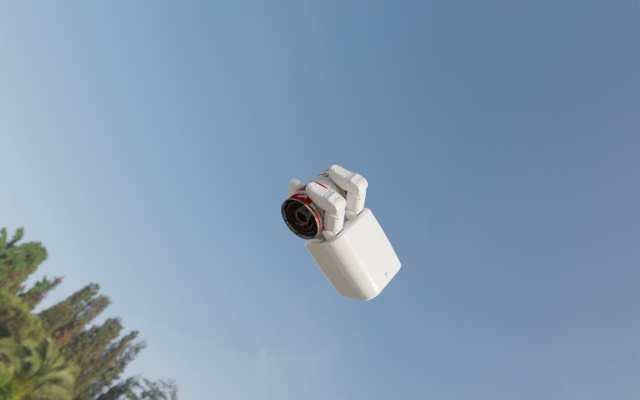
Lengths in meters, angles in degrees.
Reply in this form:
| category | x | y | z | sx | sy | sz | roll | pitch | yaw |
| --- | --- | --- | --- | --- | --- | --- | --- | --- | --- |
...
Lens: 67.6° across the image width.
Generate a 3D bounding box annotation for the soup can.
| category | x | y | z | sx | sy | sz | roll | pitch | yaw |
| --- | --- | --- | --- | --- | --- | --- | --- | --- | --- |
| soup can | 0.000 | 0.002 | 0.708 | 0.068 | 0.068 | 0.102 | 0 | 30 | 44 |
